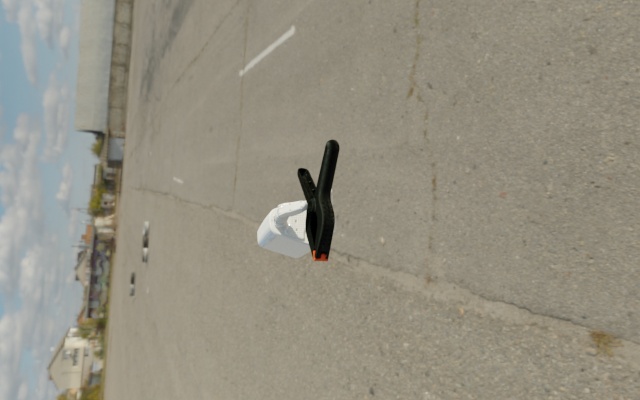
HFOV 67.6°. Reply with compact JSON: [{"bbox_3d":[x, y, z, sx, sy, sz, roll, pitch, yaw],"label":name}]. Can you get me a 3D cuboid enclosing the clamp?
[{"bbox_3d":[-0.001,0.003,0.867,0.036,0.210,0.165,4,-24,-22],"label":"clamp"}]
